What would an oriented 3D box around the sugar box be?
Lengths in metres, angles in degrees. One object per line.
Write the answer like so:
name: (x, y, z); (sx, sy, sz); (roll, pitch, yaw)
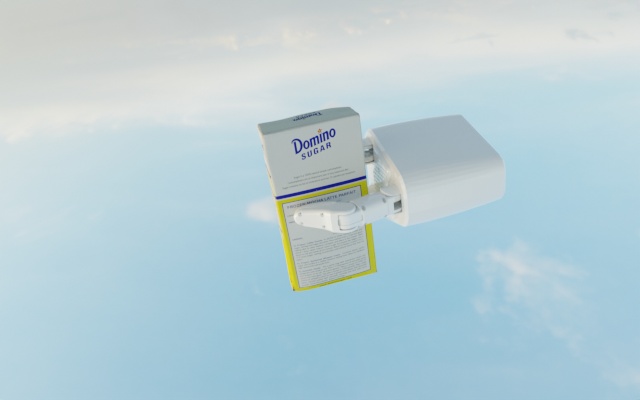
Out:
sugar box: (0.000, 0.001, 0.477); (0.093, 0.176, 0.048); (-13, 25, -9)
